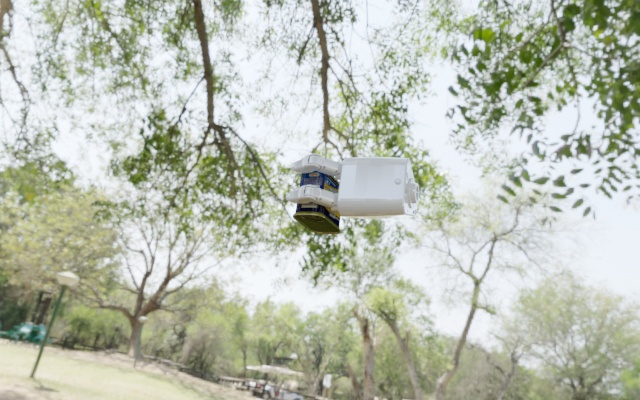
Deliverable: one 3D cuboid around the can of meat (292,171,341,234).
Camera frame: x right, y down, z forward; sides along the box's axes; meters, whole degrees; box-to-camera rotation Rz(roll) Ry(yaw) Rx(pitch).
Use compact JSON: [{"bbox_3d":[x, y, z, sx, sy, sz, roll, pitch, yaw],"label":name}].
[{"bbox_3d":[0.000,0.002,0.813,0.057,0.084,0.102,-1,-22,25],"label":"can of meat"}]
